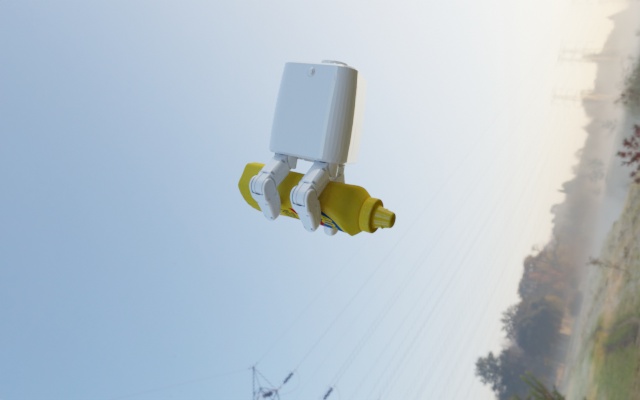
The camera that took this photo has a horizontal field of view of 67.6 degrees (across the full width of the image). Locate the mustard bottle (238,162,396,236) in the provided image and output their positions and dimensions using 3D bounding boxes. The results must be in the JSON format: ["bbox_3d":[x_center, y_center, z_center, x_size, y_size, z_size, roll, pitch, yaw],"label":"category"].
[{"bbox_3d":[0.000,0.002,0.578,0.191,0.058,0.096,13,-16,29],"label":"mustard bottle"}]
